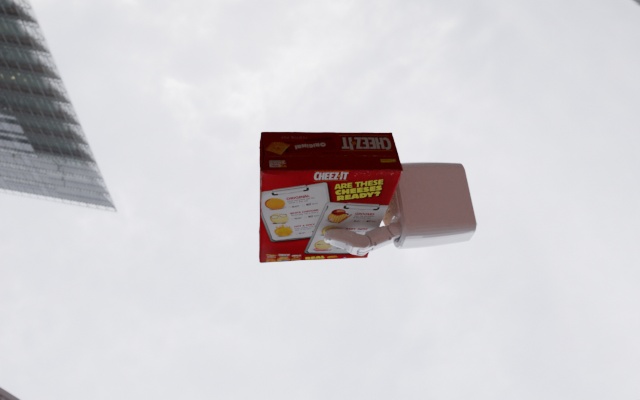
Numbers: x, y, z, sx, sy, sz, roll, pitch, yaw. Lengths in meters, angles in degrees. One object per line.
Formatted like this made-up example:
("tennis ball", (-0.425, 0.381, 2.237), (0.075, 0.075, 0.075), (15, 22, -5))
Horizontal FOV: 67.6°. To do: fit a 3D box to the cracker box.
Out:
("cracker box", (0.000, 0.002, 0.634), (0.164, 0.072, 0.214), (-1, -35, -9))
